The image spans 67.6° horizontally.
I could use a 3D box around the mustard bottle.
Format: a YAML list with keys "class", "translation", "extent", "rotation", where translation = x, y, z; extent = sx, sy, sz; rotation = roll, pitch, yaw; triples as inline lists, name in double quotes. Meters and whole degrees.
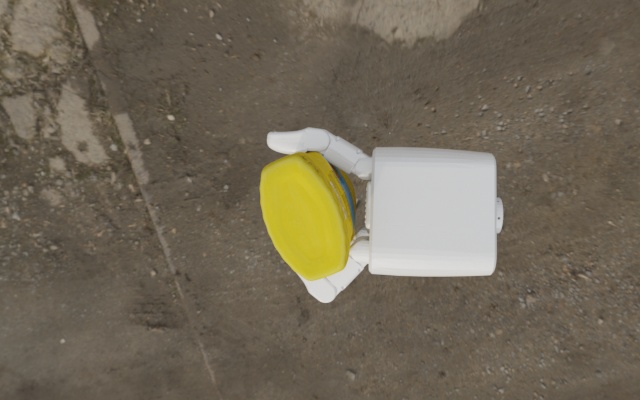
- class: "mustard bottle"
  translation: [0.000, 0.002, 0.440]
  extent: [0.058, 0.096, 0.191]
  rotation: [-23, 4, 11]
